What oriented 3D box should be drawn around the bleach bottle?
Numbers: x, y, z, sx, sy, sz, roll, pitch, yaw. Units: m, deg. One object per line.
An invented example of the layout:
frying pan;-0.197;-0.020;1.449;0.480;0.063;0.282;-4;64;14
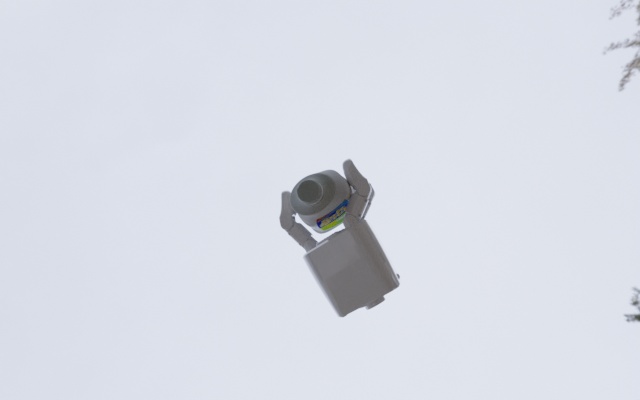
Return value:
bleach bottle;0.000;0.002;0.706;0.102;0.068;0.251;-32;-9;6
